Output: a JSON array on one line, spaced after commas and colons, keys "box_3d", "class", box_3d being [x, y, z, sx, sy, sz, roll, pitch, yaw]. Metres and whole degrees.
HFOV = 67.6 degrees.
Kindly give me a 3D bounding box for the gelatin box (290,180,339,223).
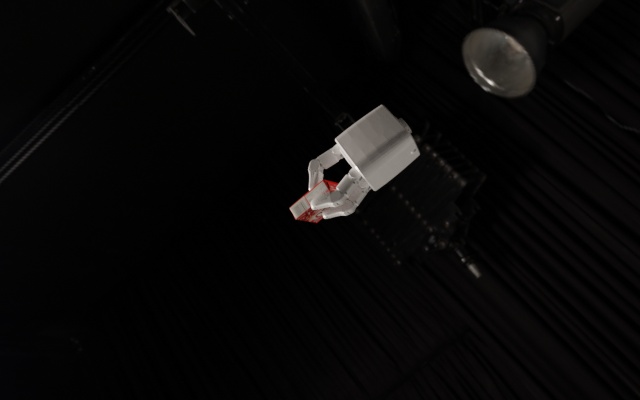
[{"box_3d": [0.000, 0.003, 0.868, 0.089, 0.030, 0.073, -39, -25, 21], "class": "gelatin box"}]
